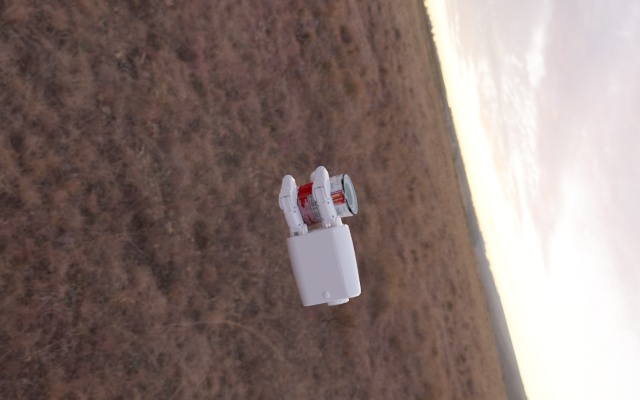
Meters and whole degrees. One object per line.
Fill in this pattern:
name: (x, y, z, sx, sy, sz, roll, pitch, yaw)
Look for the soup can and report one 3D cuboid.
soup can: (0.000, 0.002, 0.754, 0.102, 0.068, 0.068, -15, -4, 17)
